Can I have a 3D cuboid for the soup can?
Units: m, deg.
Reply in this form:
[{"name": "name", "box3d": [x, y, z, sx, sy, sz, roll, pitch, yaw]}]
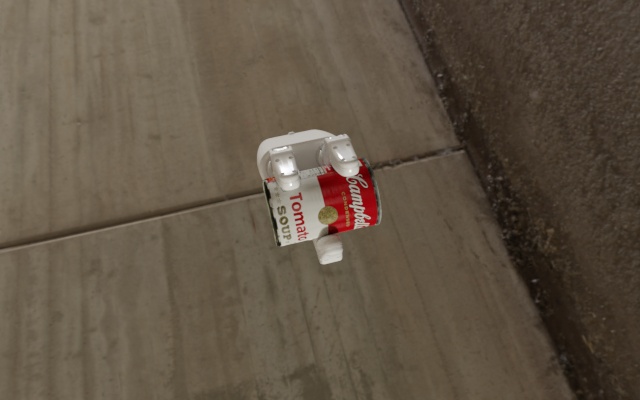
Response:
[{"name": "soup can", "box3d": [0.000, 0.002, 0.463, 0.102, 0.068, 0.068, -12, 1, -7]}]
